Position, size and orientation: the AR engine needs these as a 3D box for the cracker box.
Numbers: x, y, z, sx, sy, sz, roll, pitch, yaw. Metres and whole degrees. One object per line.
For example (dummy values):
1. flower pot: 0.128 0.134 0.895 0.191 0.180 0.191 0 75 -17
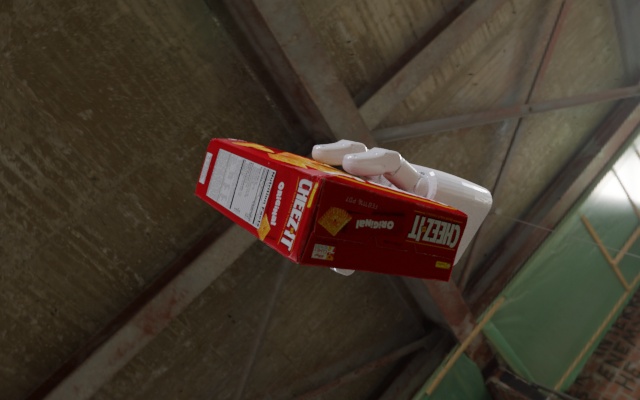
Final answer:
1. cracker box: 0.000 0.002 0.450 0.164 0.072 0.213 12 6 -36
